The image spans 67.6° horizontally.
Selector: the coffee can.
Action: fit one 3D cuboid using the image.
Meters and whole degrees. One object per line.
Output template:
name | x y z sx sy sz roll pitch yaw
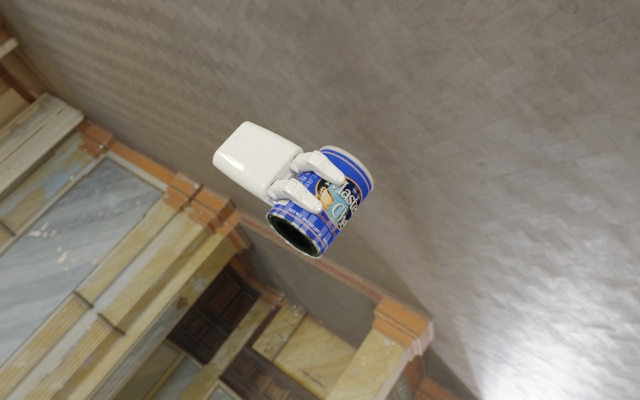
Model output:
coffee can | 0.000 0.002 0.721 0.103 0.140 0.103 33 -21 15
